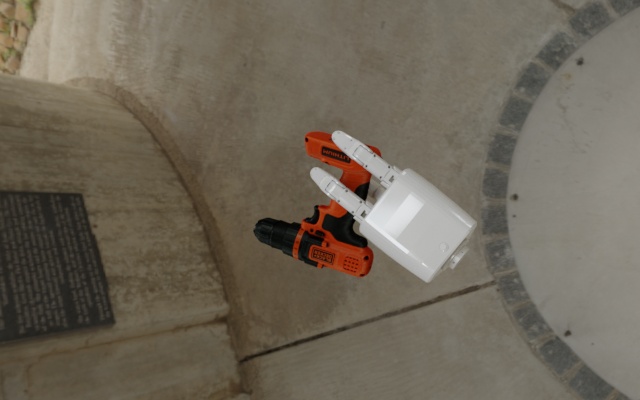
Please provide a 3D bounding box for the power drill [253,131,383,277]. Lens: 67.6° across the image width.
[{"bbox_3d":[0.000,0.002,0.673,0.184,0.188,0.057,16,21,14],"label":"power drill"}]
